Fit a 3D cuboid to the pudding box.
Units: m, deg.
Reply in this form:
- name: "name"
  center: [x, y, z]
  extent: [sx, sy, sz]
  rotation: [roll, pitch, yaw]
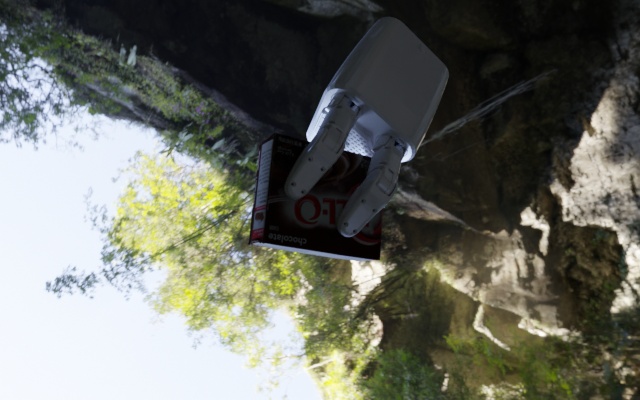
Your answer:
- name: "pudding box"
  center: [0.000, 0.001, 0.406]
  extent: [0.113, 0.090, 0.039]
  rotation: [11, -15, -26]
